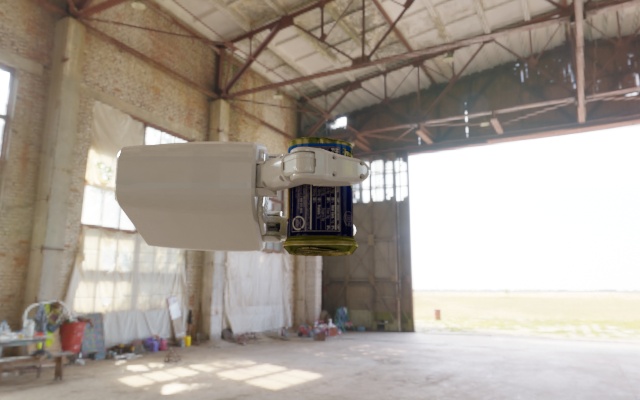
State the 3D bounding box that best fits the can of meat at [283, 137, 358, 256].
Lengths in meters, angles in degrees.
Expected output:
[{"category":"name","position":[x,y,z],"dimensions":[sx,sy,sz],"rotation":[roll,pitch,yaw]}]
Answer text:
[{"category":"can of meat","position":[0.000,0.001,0.402],"dimensions":[0.057,0.084,0.102],"rotation":[0,-11,0]}]
